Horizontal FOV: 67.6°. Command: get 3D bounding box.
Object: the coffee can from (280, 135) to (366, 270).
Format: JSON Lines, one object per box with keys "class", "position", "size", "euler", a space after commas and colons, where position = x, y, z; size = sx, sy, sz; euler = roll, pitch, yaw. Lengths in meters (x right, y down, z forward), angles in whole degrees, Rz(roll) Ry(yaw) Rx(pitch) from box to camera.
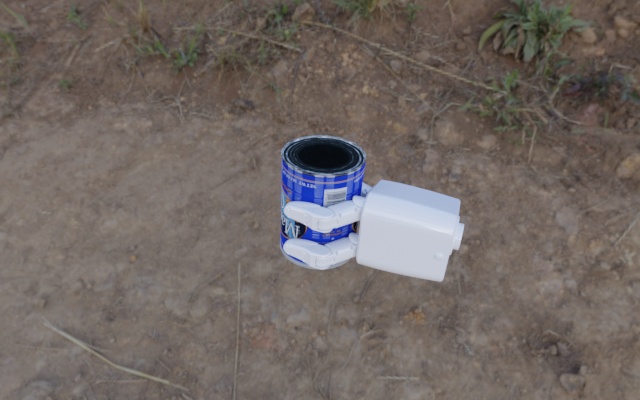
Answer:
{"class": "coffee can", "position": [0.000, 0.002, 0.609], "size": [0.103, 0.140, 0.102], "euler": [3, 33, -2]}
